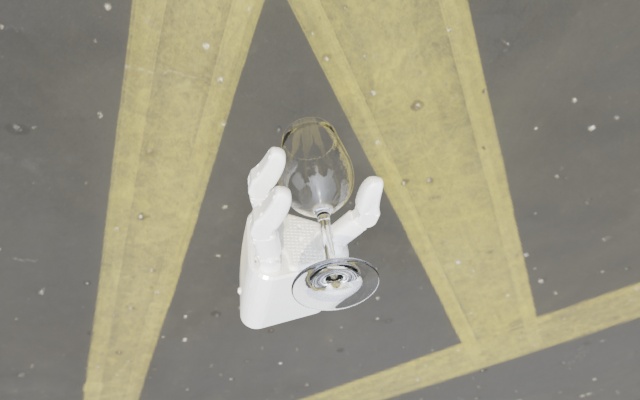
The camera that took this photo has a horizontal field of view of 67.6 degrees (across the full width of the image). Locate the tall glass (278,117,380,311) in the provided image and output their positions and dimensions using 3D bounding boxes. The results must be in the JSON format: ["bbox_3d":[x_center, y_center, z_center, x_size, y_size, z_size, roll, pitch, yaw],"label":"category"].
[{"bbox_3d":[0.000,0.002,0.466,0.079,0.200,0.079,-5,-44,-5],"label":"tall glass"}]
